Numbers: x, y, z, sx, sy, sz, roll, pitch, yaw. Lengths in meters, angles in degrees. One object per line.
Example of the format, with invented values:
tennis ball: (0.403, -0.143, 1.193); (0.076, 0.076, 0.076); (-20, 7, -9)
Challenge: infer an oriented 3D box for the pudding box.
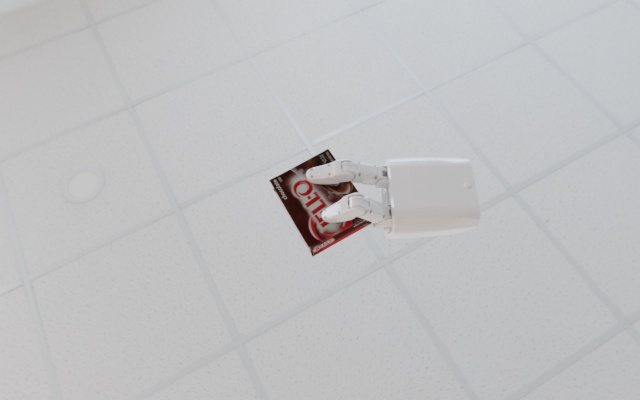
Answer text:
pudding box: (0.000, 0.002, 0.614); (0.090, 0.113, 0.039); (-29, -26, -9)
